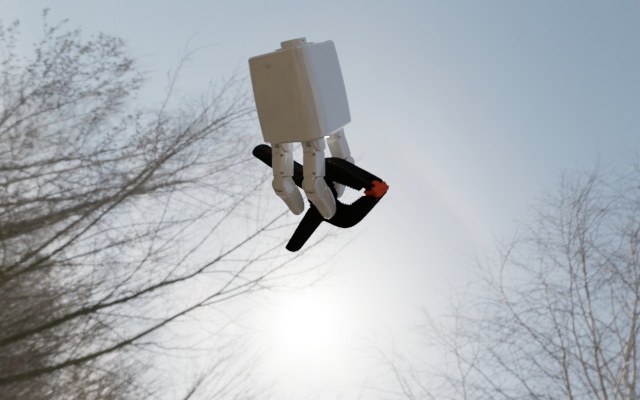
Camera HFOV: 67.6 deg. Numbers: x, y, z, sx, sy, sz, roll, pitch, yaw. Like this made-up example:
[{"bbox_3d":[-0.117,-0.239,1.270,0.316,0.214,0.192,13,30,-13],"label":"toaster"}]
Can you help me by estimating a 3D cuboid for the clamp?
[{"bbox_3d":[0.001,0.002,0.632,0.210,0.165,0.036,4,25,43],"label":"clamp"}]
